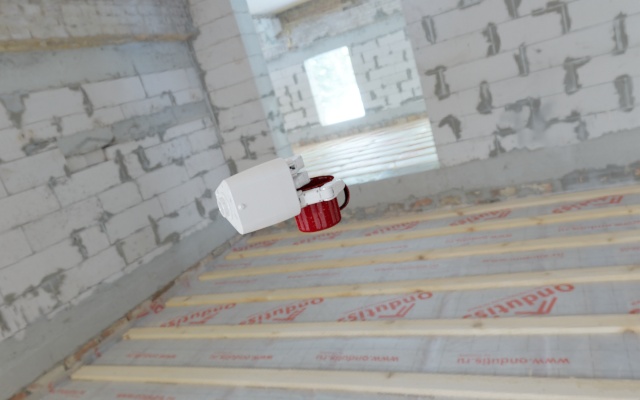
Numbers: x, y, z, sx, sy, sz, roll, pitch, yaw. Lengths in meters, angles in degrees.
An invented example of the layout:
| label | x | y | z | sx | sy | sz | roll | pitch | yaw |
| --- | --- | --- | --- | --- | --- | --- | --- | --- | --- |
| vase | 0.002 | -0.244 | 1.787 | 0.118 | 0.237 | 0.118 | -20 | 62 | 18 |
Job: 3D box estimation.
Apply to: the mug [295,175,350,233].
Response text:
| label | x | y | z | sx | sy | sz | roll | pitch | yaw |
| --- | --- | --- | --- | --- | --- | --- | --- | --- | --- |
| mug | 0.001 | 0.003 | 0.860 | 0.117 | 0.081 | 0.093 | -21 | 14 | -23 |
